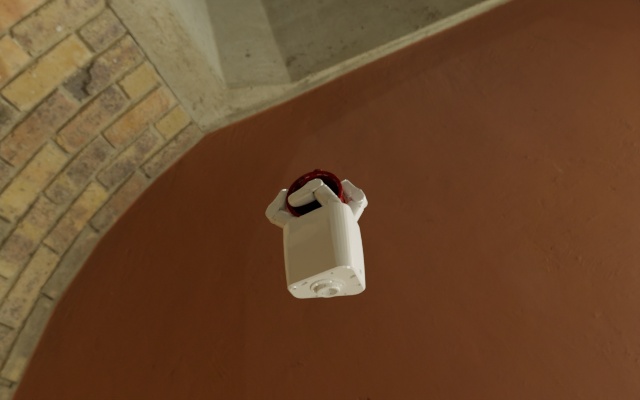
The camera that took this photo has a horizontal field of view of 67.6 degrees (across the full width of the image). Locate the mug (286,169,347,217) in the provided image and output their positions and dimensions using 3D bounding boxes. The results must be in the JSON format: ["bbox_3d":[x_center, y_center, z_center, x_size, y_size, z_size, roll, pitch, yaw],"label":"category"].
[{"bbox_3d":[0.000,0.002,0.787,0.093,0.117,0.082,-12,-38,12],"label":"mug"}]
